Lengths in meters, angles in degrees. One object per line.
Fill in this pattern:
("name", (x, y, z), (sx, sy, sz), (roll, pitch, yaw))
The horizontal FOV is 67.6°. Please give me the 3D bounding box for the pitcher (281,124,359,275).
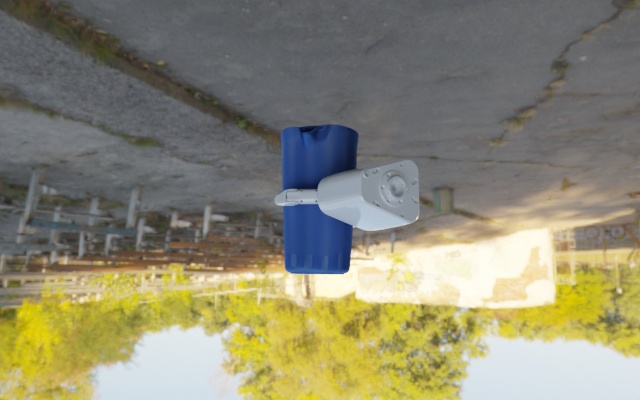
("pitcher", (0.000, 0.003, 0.809), (0.149, 0.243, 0.145), (6, -10, -31))
